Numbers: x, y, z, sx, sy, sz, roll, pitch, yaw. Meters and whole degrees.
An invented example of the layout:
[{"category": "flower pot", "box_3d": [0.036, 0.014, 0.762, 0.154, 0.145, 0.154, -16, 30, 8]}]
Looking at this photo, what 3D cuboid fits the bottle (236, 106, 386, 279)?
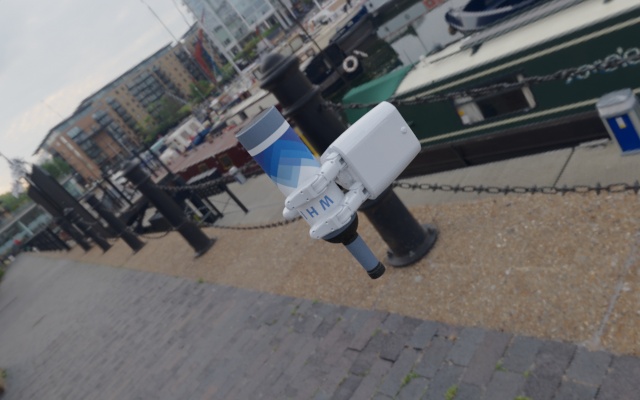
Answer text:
[{"category": "bottle", "box_3d": [0.000, 0.002, 0.684, 0.069, 0.296, 0.069, -35, 19, 13]}]
